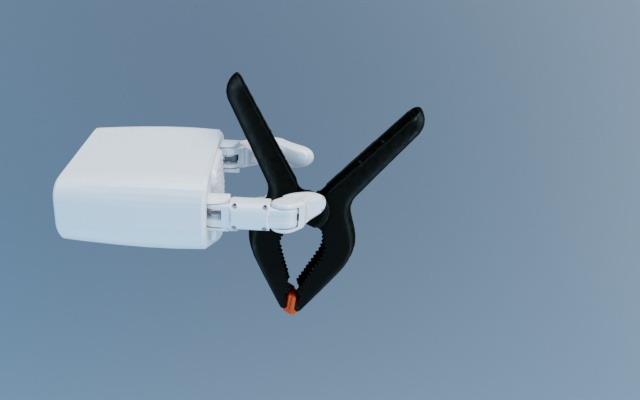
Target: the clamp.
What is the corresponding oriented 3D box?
[{"bbox_3d":[0.000,0.002,0.417,0.164,0.210,0.036,3,17,-4],"label":"clamp"}]
